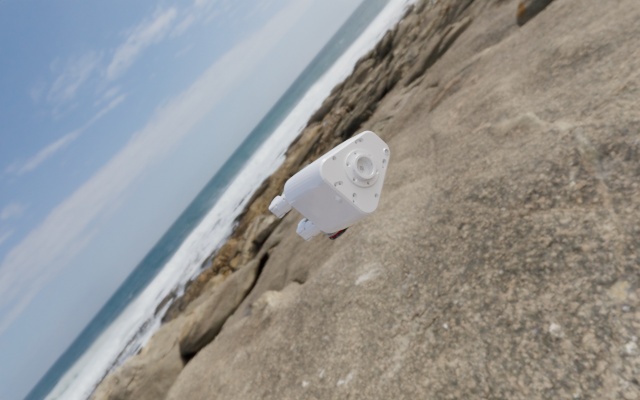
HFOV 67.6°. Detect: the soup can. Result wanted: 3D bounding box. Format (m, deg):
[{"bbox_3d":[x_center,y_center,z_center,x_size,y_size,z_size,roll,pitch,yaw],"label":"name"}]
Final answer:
[{"bbox_3d":[0.000,0.002,0.724,0.102,0.068,0.068,41,-10,-12],"label":"soup can"}]
